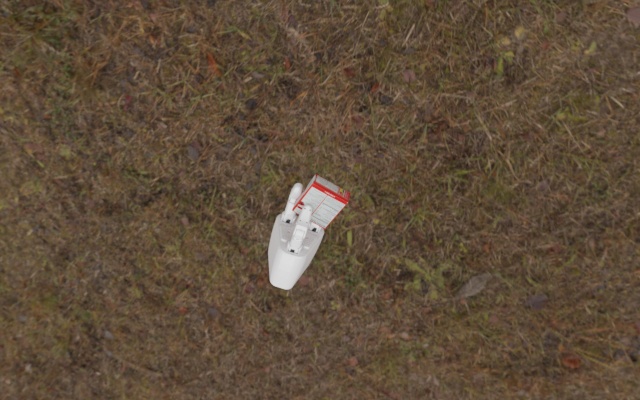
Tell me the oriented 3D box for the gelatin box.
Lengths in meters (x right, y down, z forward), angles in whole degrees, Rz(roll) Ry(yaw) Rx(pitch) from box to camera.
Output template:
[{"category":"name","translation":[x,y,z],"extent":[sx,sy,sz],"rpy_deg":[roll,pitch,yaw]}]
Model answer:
[{"category":"gelatin box","translation":[0.000,0.003,0.866],"extent":[0.073,0.030,0.089],"rpy_deg":[29,-47,-11]}]
